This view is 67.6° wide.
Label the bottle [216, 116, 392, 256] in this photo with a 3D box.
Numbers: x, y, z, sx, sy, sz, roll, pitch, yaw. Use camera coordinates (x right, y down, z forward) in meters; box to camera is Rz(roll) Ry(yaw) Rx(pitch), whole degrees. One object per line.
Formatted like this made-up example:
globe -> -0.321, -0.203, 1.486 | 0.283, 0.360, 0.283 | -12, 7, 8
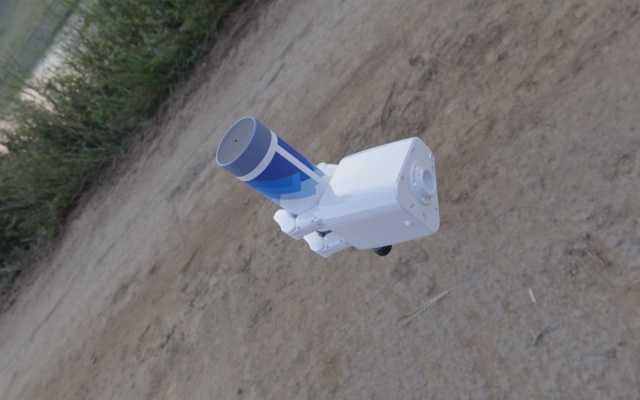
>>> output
bottle -> 0.000, 0.002, 0.622 | 0.069, 0.069, 0.296 | 0, -28, 47
